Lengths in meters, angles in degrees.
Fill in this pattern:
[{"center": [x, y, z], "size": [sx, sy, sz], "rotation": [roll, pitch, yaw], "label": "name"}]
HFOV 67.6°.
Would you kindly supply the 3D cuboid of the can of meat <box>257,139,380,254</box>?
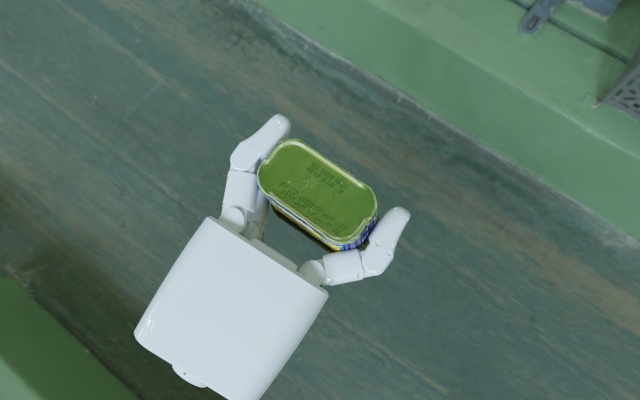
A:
[{"center": [0.000, 0.001, 0.401], "size": [0.102, 0.057, 0.084], "rotation": [34, -8, 13], "label": "can of meat"}]
